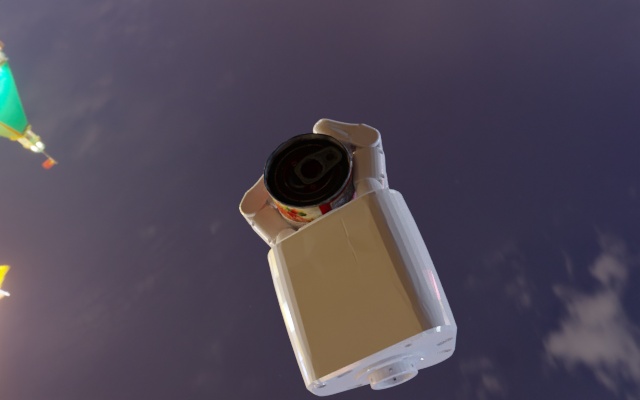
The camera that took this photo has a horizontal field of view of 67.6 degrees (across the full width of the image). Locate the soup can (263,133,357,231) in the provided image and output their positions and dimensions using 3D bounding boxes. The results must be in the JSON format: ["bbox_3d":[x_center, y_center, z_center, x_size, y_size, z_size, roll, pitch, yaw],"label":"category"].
[{"bbox_3d":[0.000,0.001,0.401,0.068,0.068,0.102,0,-30,14],"label":"soup can"}]
